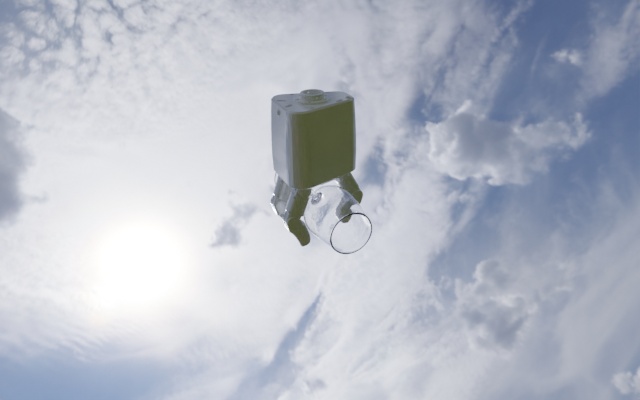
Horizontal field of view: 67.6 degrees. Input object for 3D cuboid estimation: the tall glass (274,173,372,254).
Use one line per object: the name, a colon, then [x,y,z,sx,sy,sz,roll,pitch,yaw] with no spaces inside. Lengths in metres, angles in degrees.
tall glass: [0.000,0.002,0.702,0.079,0.079,0.201,0,25,-27]
